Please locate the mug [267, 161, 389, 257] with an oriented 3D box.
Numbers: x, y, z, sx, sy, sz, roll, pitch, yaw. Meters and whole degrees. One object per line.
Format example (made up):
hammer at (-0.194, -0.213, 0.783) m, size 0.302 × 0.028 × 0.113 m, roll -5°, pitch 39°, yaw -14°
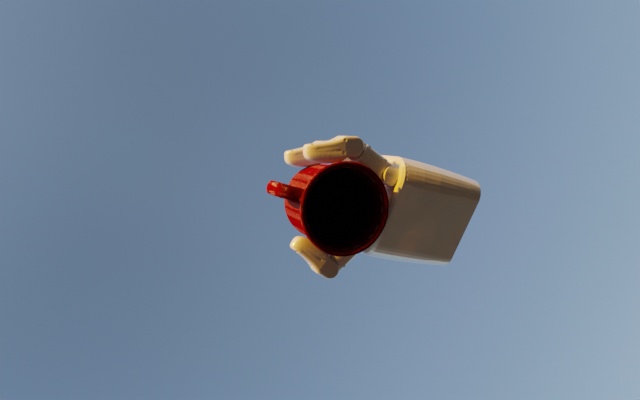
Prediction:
mug at (-0.001, 0.001, 0.491) m, size 0.117 × 0.093 × 0.081 m, roll 13°, pitch 2°, yaw -21°
